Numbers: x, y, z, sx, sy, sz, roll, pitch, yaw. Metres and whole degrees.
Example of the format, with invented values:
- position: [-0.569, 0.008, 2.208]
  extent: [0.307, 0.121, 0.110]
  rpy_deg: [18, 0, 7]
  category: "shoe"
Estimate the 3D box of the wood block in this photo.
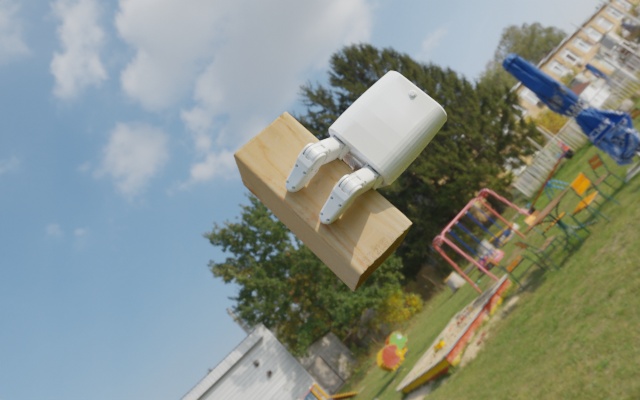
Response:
- position: [0.000, 0.002, 0.589]
  extent: [0.090, 0.206, 0.091]
  rpy_deg: [-43, -16, -15]
  category: "wood block"
